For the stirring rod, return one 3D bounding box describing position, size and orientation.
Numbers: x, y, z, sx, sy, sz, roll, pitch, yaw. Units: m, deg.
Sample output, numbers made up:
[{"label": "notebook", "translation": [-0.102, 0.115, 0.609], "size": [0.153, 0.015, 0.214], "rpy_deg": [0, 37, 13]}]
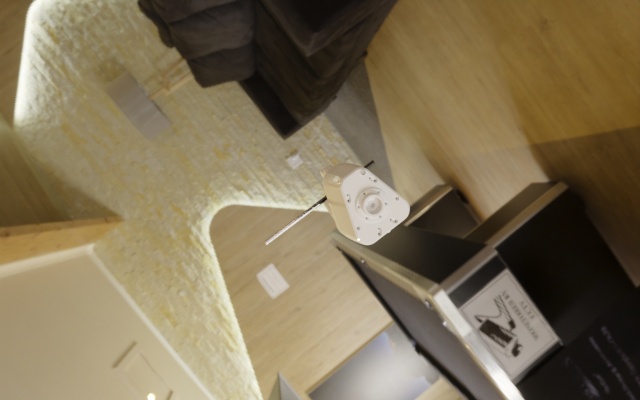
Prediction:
[{"label": "stirring rod", "translation": [0.000, 0.003, 0.844], "size": [0.239, 0.011, 0.011], "rpy_deg": [-37, 4, -6]}]
